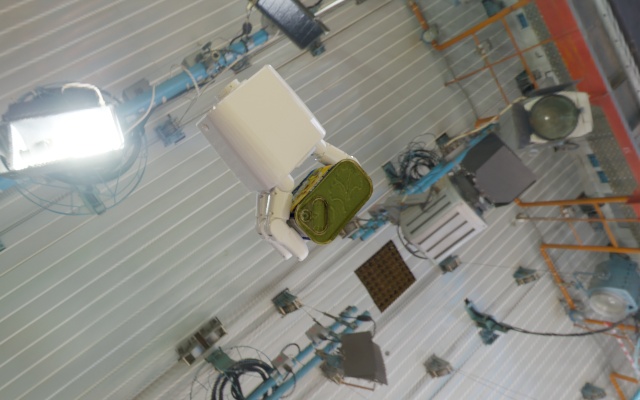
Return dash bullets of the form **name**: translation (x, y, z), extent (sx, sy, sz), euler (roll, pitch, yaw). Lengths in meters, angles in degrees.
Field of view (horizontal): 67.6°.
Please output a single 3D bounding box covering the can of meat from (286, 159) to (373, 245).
- **can of meat**: translation (0.000, 0.002, 0.568), extent (0.102, 0.057, 0.084), euler (-48, 17, -18)
